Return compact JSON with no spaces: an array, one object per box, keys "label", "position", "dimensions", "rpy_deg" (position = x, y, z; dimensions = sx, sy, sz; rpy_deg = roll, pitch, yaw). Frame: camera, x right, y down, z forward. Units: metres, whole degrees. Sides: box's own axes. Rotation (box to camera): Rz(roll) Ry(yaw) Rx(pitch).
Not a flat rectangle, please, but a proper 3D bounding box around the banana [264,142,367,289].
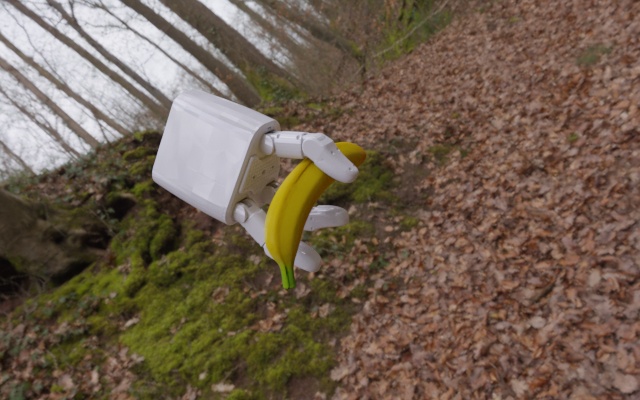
[{"label":"banana","position":[-0.007,-0.009,0.482],"dimensions":[0.037,0.070,0.197],"rpy_deg":[8,48,30]}]
